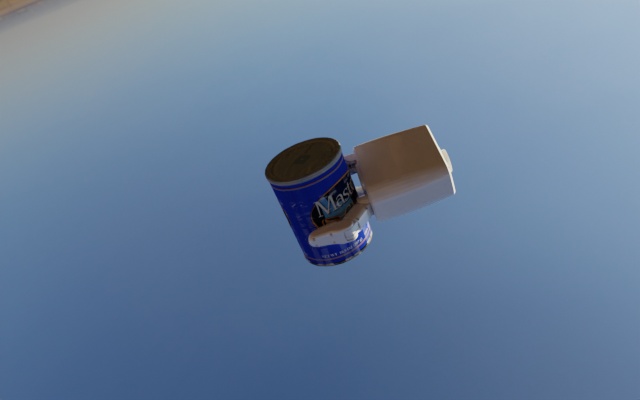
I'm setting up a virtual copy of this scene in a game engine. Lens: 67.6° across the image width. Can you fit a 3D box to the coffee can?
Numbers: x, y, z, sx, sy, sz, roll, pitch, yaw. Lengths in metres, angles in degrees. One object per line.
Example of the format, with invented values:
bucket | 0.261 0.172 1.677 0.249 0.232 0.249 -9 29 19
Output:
coffee can | 0.000 0.002 0.637 0.103 0.140 0.102 -17 31 10
